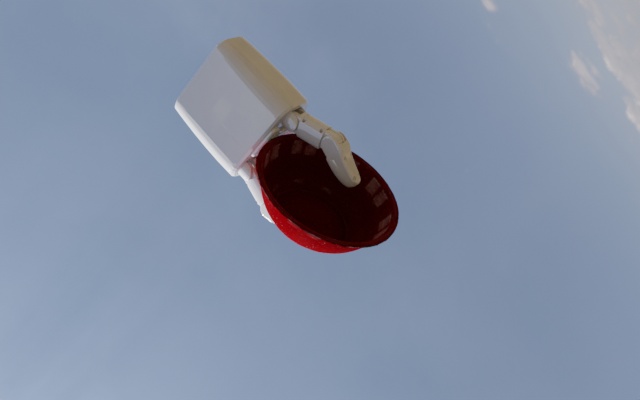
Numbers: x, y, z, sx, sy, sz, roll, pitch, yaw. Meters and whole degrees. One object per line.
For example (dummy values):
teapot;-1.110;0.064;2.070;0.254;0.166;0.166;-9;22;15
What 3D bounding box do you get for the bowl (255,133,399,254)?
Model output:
bowl;0.001;0.003;0.507;0.162;0.162;0.055;0;-43;-34
